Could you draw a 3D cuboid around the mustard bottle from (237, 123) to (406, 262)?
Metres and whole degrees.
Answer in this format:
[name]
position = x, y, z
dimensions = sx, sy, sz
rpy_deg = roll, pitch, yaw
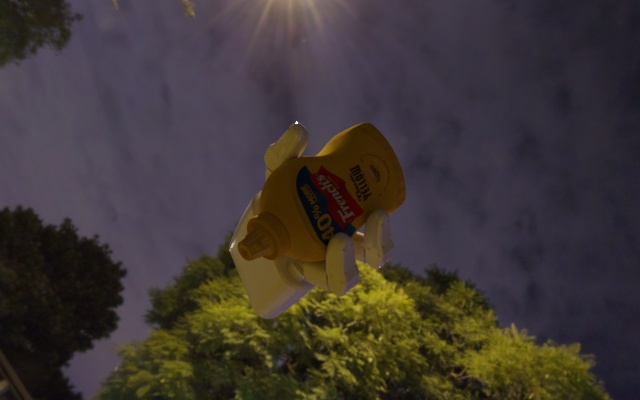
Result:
[mustard bottle]
position = 0.000, 0.001, 0.446
dimensions = 0.191, 0.096, 0.058
rpy_deg = -33, 13, -39
